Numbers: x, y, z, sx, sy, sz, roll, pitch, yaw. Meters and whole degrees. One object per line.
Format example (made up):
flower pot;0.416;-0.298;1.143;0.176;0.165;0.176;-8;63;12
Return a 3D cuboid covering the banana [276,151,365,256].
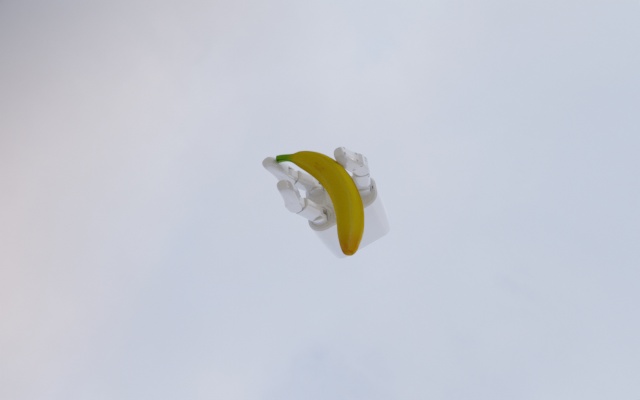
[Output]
banana;0.014;-0.011;0.626;0.069;0.197;0.037;-35;-38;-4
